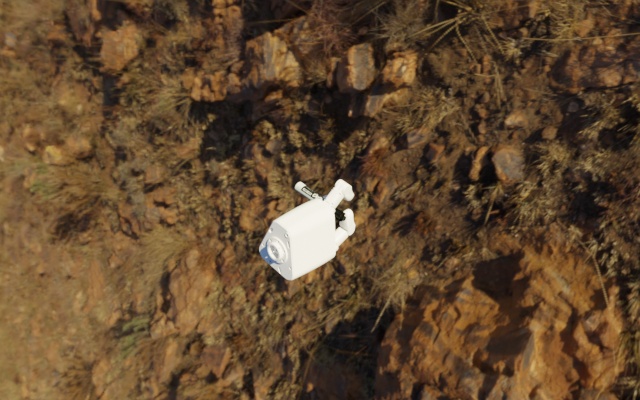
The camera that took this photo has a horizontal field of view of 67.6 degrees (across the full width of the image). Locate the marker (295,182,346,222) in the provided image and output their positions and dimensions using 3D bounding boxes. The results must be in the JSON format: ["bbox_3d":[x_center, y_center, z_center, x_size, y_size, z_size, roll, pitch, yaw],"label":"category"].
[{"bbox_3d":[0.000,0.003,0.882,0.121,0.020,0.020,35,19,29],"label":"marker"}]
